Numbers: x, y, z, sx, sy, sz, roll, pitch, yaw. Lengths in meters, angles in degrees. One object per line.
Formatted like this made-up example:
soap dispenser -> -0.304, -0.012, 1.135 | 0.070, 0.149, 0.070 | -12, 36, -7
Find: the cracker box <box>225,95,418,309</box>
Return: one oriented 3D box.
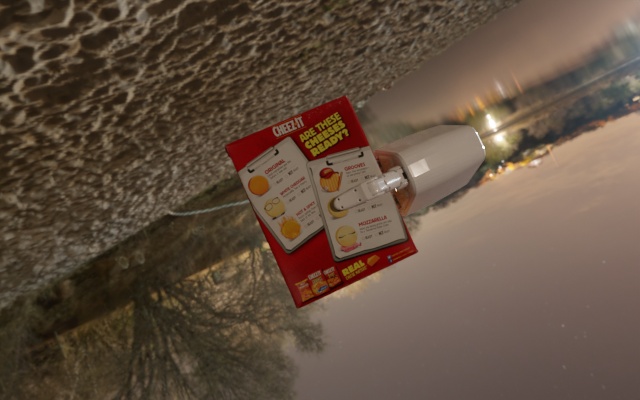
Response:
cracker box -> 0.000, 0.002, 0.600 | 0.164, 0.213, 0.072 | -24, -3, -8
